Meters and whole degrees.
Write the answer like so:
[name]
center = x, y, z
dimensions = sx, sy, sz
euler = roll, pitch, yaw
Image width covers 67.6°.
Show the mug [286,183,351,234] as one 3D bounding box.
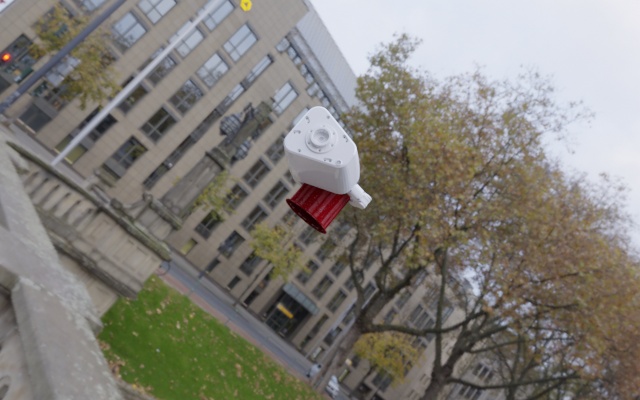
[mug]
center = 0.000, 0.003, 0.861
dimensions = 0.093, 0.081, 0.117
euler = 37, -13, 15
